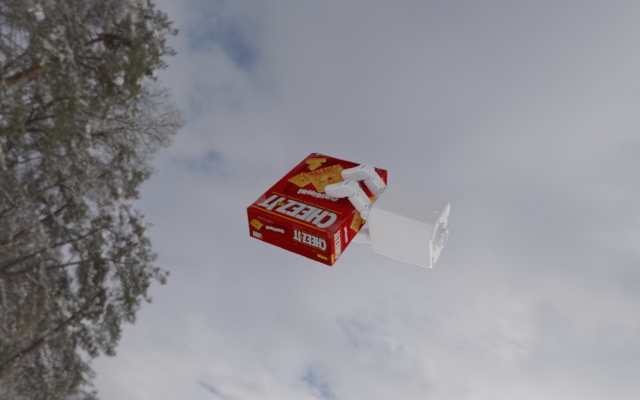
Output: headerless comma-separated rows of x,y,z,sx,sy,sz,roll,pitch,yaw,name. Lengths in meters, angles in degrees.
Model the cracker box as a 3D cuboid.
0.000,0.003,0.838,0.164,0.072,0.213,17,39,26,cracker box
